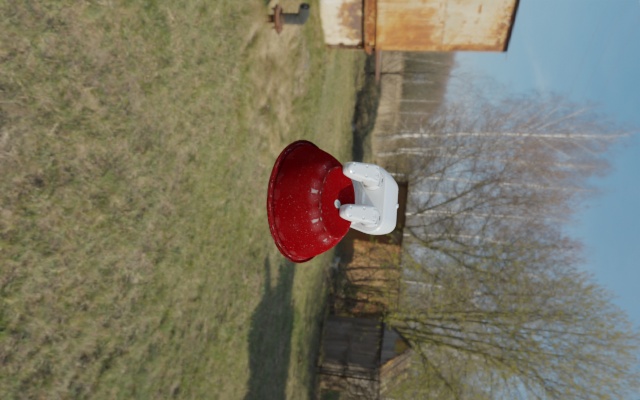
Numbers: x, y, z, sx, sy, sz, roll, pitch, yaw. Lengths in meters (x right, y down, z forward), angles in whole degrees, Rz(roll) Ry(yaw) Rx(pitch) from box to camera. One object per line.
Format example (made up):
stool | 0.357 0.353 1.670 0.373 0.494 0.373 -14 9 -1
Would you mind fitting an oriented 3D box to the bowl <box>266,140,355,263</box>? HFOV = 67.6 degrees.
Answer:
bowl | 0.000 0.002 0.612 0.055 0.162 0.162 2 1 31
